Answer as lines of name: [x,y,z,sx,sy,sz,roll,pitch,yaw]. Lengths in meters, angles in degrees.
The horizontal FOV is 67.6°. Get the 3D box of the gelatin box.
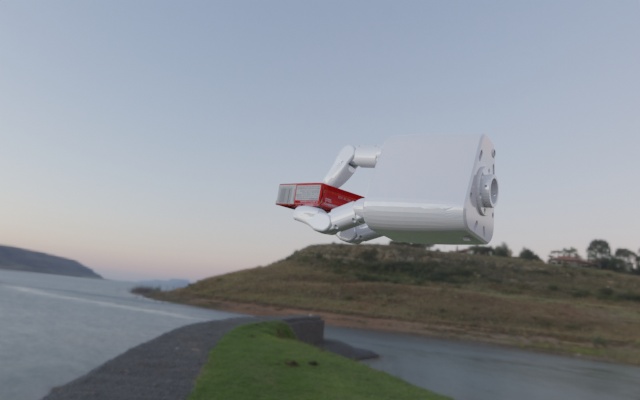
gelatin box: [0.000,0.001,0.587,0.073,0.030,0.089,18,-11,-39]
